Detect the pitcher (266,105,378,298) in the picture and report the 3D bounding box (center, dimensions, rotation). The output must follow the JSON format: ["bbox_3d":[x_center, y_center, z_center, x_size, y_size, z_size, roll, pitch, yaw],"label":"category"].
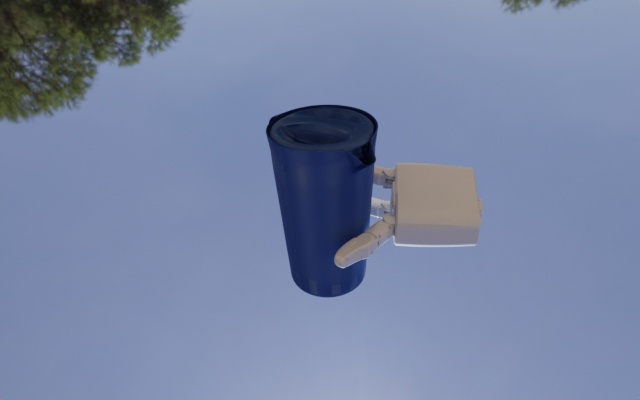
[{"bbox_3d":[0.000,0.002,0.634,0.145,0.243,0.149,0,33,4],"label":"pitcher"}]
